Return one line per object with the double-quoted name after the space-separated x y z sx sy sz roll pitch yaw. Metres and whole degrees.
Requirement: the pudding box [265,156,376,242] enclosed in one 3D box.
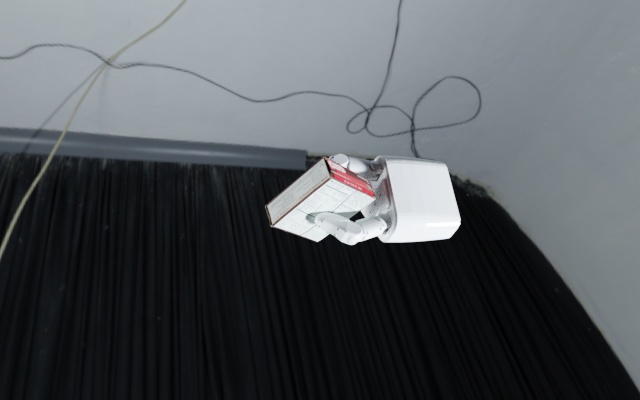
0.000 0.002 0.613 0.113 0.039 0.090 -40 -41 26 "pudding box"
